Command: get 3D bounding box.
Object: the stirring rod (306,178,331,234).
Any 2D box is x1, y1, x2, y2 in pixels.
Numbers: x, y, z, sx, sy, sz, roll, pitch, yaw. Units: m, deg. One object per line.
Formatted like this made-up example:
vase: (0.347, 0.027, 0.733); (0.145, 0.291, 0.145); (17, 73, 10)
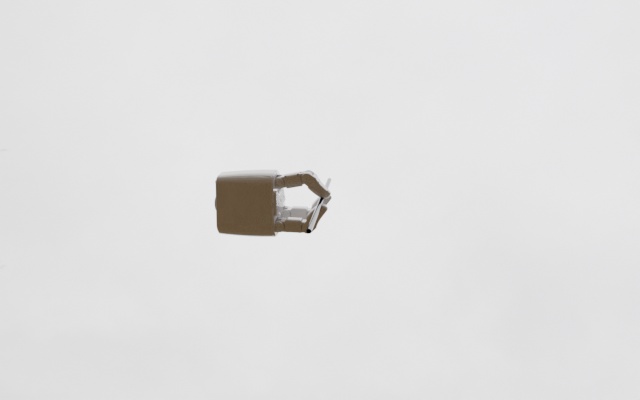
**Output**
stirring rod: (0.000, 0.003, 0.813); (0.011, 0.011, 0.239); (0, 21, 9)
